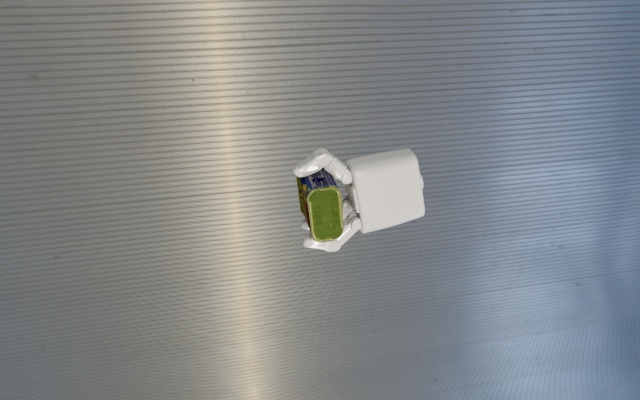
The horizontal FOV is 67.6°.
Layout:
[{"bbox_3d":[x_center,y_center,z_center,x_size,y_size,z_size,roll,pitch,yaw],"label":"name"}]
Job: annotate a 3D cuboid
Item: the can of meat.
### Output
[{"bbox_3d":[0.000,0.003,0.743,0.057,0.102,0.084,-11,32,-8],"label":"can of meat"}]
